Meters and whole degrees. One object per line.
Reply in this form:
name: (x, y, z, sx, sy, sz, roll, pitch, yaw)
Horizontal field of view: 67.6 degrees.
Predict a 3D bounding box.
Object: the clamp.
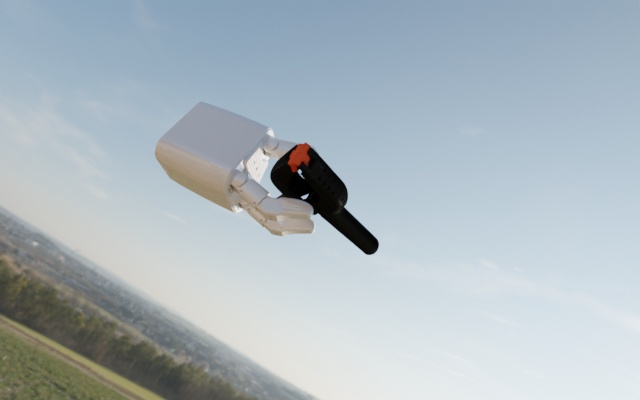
clamp: (0.000, 0.001, 0.575, 0.164, 0.036, 0.210, 22, -21, 10)
